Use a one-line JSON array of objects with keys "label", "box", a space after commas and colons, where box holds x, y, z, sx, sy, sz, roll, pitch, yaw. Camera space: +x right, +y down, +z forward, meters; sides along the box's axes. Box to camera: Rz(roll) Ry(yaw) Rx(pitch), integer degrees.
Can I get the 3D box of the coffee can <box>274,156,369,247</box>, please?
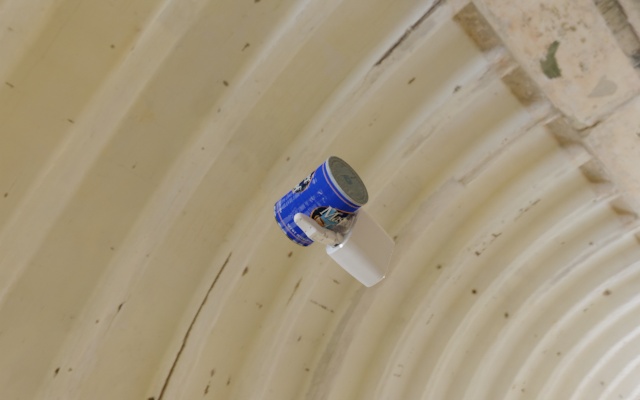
[{"label": "coffee can", "box": [0.000, 0.003, 0.854, 0.140, 0.102, 0.103, -38, -19, 26]}]
